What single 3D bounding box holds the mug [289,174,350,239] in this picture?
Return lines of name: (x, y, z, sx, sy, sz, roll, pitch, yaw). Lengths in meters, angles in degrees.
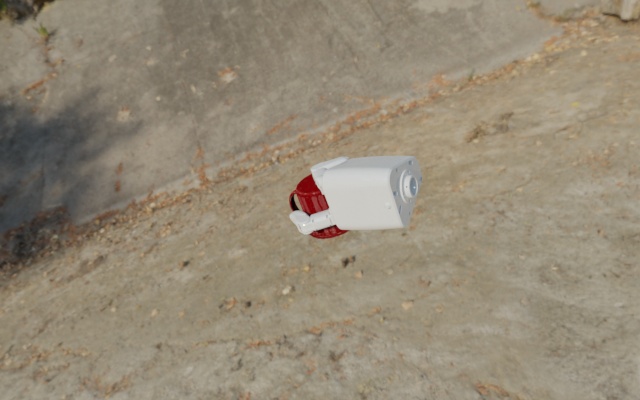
mug: (-0.001, 0.002, 0.775, 0.117, 0.081, 0.093, -2, 32, 34)
